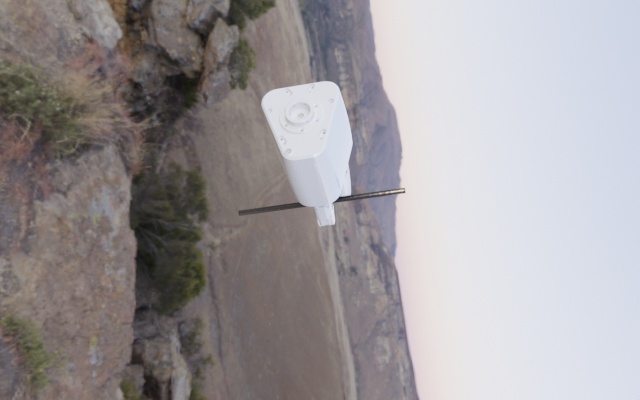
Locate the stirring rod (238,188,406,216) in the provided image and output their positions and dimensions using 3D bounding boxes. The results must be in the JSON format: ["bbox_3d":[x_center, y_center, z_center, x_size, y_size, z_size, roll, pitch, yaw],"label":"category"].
[{"bbox_3d":[0.000,0.002,0.682,0.239,0.011,0.011,-8,-1,6],"label":"stirring rod"}]
